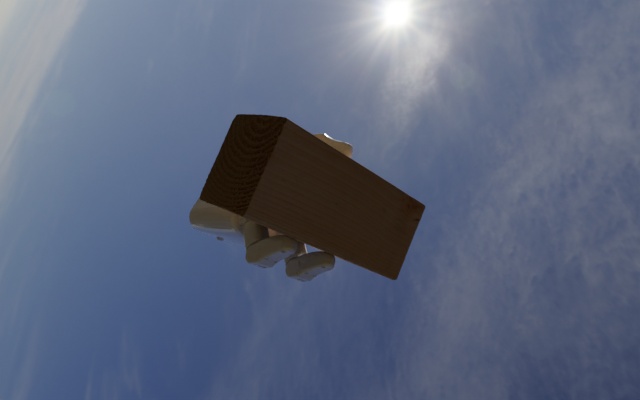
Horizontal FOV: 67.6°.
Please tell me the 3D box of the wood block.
[{"bbox_3d":[0.000,0.001,0.482,0.206,0.091,0.090,27,-7,-39],"label":"wood block"}]
